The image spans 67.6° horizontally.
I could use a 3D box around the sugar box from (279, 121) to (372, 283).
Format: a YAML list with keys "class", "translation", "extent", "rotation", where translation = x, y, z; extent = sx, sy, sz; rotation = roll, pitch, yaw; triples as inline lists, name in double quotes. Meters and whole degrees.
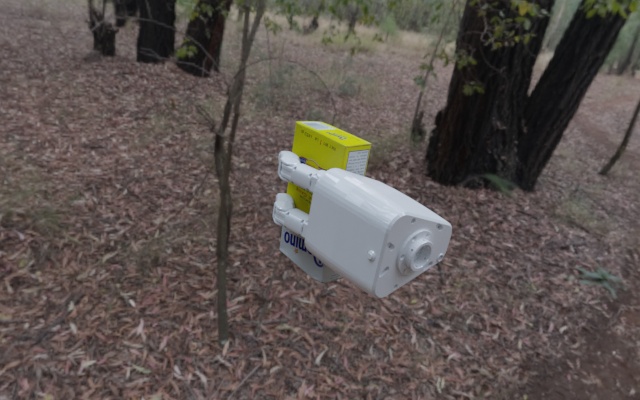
- class: "sugar box"
  translation: [0.000, 0.002, 0.572]
  extent: [0.048, 0.176, 0.093]
  rotation: [-8, 29, -39]
